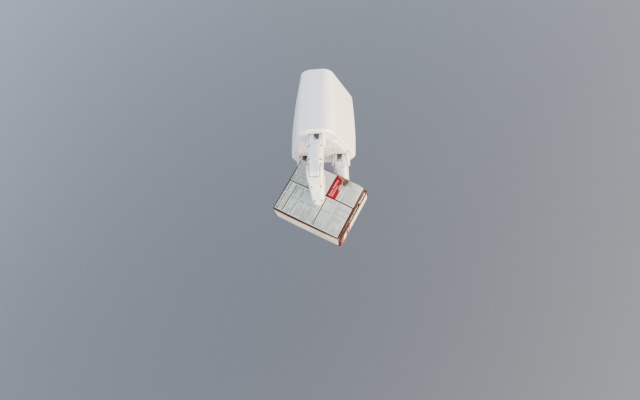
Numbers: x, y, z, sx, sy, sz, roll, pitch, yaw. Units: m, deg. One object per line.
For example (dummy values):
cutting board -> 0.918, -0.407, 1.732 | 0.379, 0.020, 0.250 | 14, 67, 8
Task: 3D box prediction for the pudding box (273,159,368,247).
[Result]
pudding box -> 0.000, 0.002, 0.699 | 0.113, 0.090, 0.039 | 25, -14, 18
